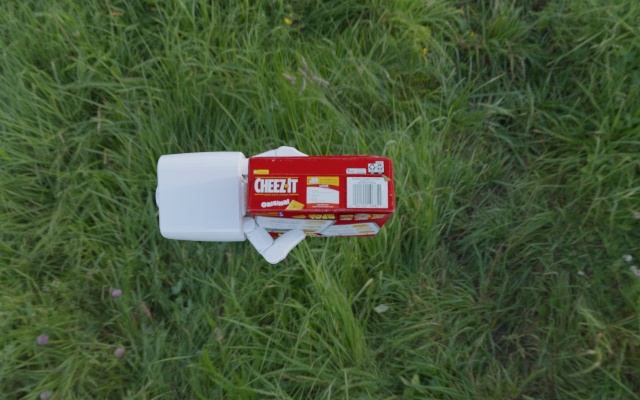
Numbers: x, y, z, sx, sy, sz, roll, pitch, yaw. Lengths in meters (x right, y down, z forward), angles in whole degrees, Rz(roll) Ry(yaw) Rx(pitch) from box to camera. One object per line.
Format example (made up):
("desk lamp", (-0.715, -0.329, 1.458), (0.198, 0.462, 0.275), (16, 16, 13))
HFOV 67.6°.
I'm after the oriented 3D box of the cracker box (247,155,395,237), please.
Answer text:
("cracker box", (0.000, 0.002, 0.626), (0.164, 0.072, 0.214), (0, -11, 0))
